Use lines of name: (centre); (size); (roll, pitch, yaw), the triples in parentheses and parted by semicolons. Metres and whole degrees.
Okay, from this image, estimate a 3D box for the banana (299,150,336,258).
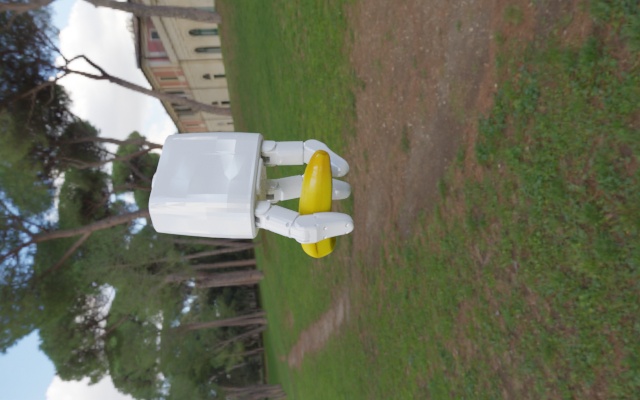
banana: (-0.003, 0.020, 0.539); (0.037, 0.069, 0.198); (7, -25, 7)
